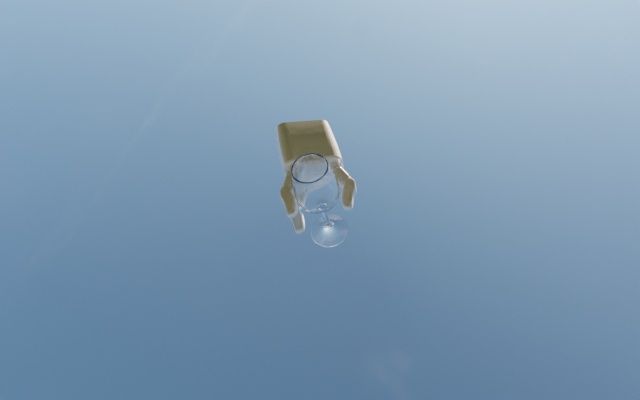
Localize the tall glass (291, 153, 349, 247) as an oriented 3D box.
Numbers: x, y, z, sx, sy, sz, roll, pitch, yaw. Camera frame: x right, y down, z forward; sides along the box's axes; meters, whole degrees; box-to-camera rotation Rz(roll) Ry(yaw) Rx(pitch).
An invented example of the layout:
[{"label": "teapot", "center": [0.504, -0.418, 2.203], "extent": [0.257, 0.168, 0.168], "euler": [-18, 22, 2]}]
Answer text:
[{"label": "tall glass", "center": [0.000, 0.003, 0.849], "extent": [0.079, 0.079, 0.201], "euler": [0, -34, 12]}]
